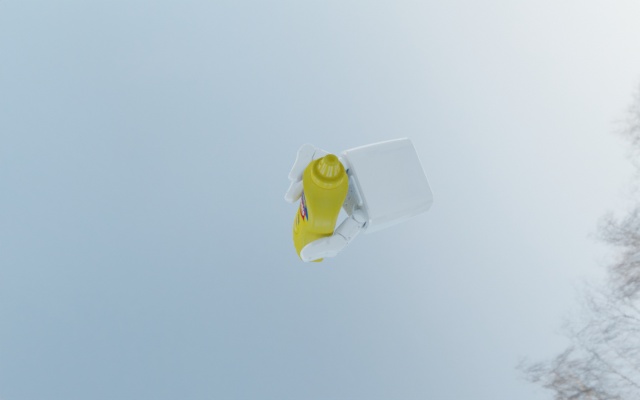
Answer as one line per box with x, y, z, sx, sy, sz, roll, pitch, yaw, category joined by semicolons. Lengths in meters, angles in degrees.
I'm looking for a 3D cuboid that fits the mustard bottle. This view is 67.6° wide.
0.000;0.002;0.632;0.058;0.096;0.192;6;-32;-6;mustard bottle
